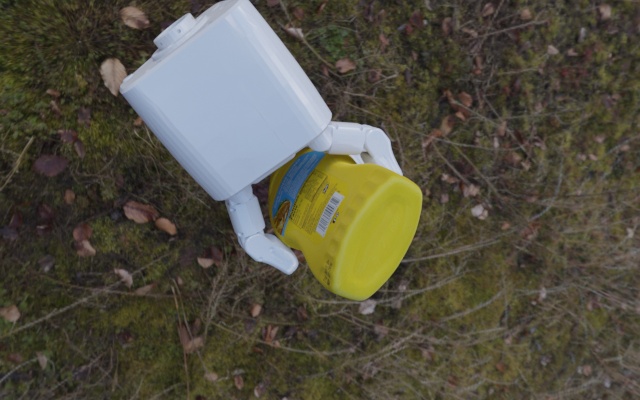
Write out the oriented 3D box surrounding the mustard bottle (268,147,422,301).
[{"bbox_3d":[0.000,0.002,0.410,0.058,0.096,0.191,23,5,-31],"label":"mustard bottle"}]
